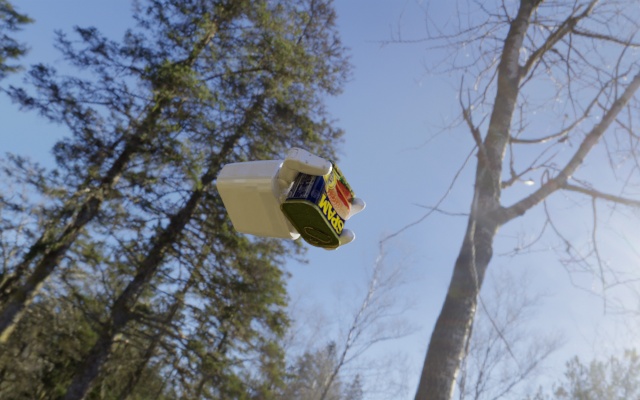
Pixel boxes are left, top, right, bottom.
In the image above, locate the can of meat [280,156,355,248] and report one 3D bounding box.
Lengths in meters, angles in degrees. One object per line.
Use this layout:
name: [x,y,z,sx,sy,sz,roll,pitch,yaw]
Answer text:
can of meat: [0.000,0.002,0.651,0.057,0.084,0.102,-1,-39,32]
